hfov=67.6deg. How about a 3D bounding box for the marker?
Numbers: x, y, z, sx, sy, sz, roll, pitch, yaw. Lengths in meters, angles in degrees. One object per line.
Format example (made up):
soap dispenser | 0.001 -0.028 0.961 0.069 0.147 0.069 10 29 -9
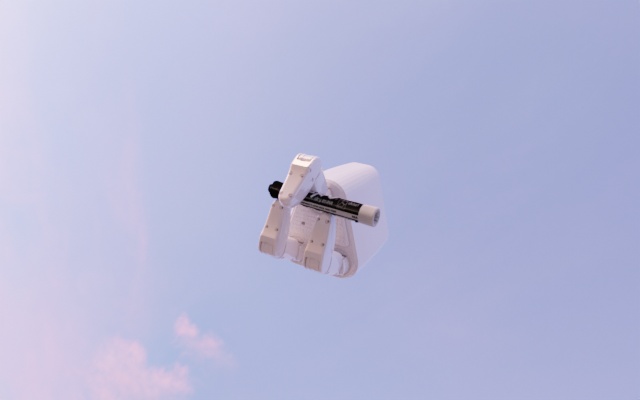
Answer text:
marker | 0.000 0.002 0.470 0.121 0.020 0.020 15 7 26
